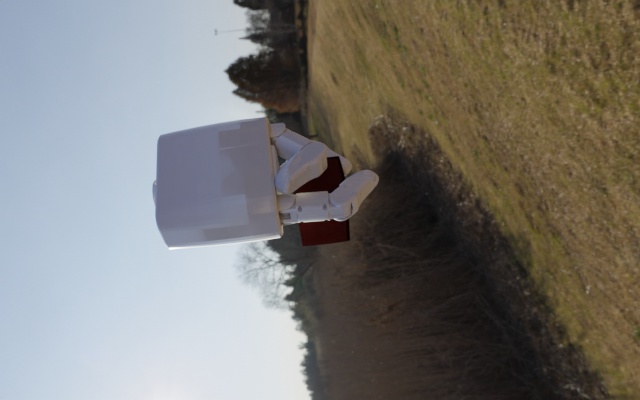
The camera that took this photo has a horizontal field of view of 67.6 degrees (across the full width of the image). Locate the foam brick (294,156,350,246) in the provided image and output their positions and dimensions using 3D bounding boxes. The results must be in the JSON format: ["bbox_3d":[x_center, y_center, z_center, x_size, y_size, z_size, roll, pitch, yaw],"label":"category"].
[{"bbox_3d":[0.000,0.002,0.491,0.051,0.078,0.053,-9,45,-3],"label":"foam brick"}]
